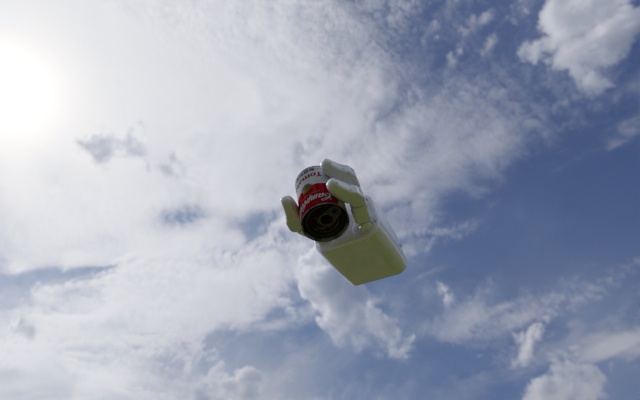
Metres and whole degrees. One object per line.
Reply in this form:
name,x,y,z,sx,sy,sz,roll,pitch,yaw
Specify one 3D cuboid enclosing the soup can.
soup can,0.000,0.002,0.699,0.068,0.068,0.102,0,35,-10
